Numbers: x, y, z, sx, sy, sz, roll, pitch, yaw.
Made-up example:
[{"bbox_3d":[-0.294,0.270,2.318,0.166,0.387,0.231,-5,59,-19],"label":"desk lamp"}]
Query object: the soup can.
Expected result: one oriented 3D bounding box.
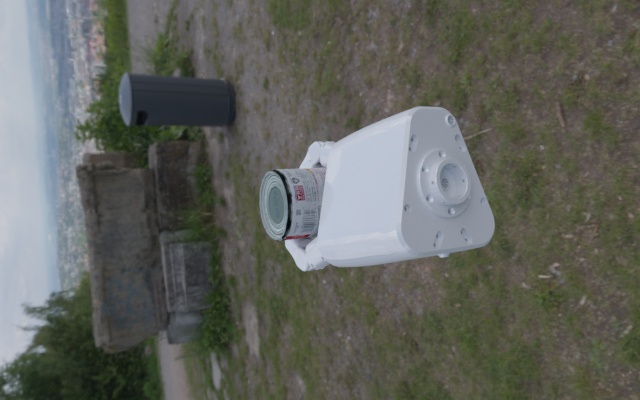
[{"bbox_3d":[0.000,0.002,0.465,0.102,0.068,0.068,-4,2,-29],"label":"soup can"}]
